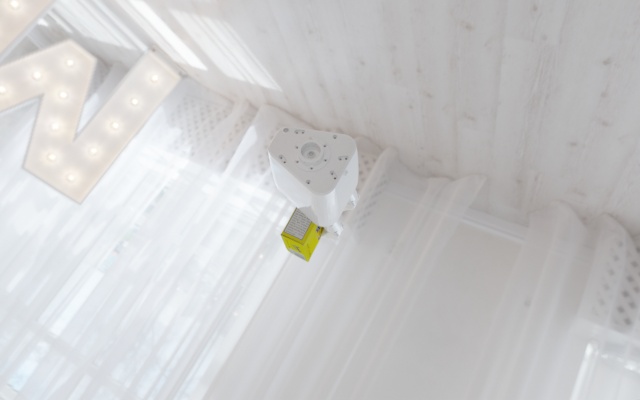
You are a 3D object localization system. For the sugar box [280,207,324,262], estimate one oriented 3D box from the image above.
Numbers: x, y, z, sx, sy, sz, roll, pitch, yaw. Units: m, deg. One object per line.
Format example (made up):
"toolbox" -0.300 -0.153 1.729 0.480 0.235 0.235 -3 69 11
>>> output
"sugar box" 0.001 0.003 0.760 0.048 0.176 0.093 26 -19 13
